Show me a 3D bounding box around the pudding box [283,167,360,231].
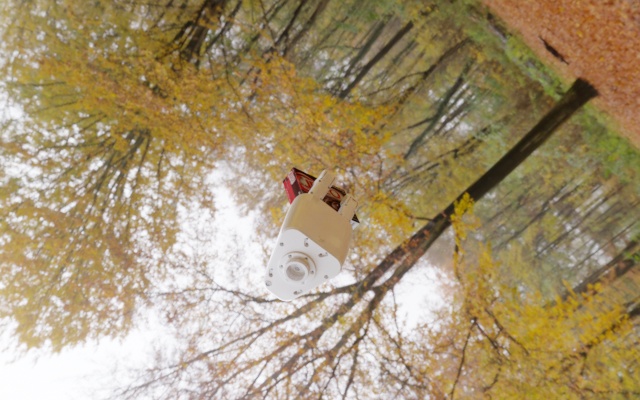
[{"bbox_3d":[0.000,0.003,0.766,0.113,0.039,0.090,25,27,-33],"label":"pudding box"}]
